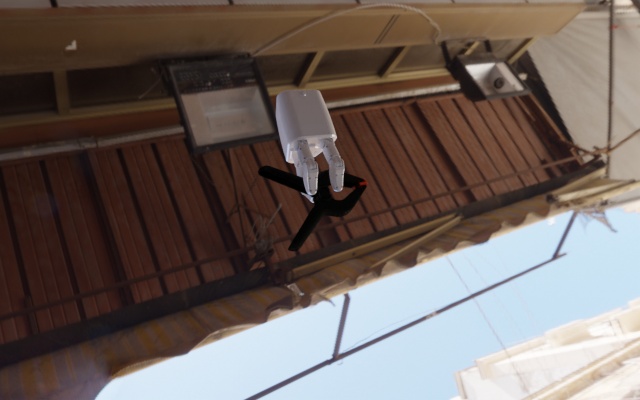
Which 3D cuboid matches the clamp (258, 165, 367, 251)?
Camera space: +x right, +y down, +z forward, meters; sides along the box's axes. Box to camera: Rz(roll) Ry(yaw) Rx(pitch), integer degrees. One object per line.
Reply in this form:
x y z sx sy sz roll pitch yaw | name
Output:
0.000 0.003 0.889 0.210 0.164 0.036 -8 -17 -28 | clamp
